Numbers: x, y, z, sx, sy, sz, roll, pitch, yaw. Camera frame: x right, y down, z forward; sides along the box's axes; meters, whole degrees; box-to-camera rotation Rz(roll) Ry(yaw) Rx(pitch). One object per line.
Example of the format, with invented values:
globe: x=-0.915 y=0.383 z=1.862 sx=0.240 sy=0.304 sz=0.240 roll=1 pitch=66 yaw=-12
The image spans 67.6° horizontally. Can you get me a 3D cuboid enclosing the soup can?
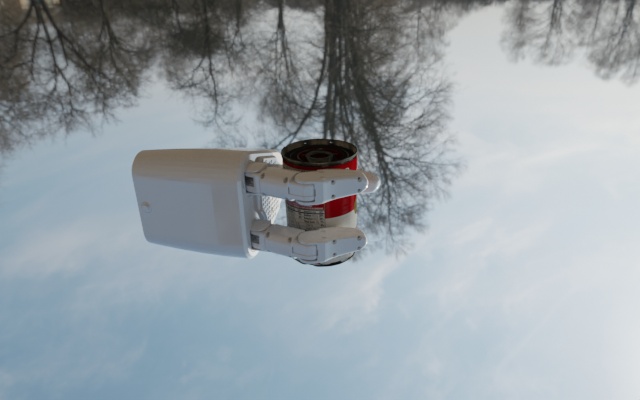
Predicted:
soup can: x=0.001 y=0.002 z=0.442 sx=0.068 sy=0.102 sz=0.068 roll=-1 pitch=24 yaw=1
